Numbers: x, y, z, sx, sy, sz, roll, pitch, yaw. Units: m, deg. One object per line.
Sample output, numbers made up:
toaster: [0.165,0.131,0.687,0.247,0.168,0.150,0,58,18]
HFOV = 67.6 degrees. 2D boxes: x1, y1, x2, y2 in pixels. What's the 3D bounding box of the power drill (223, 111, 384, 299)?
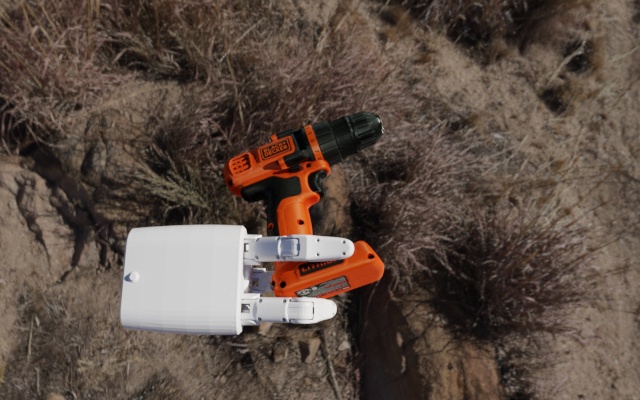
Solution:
power drill: [0.000,0.002,0.494,0.184,0.187,0.057,-21,-33,4]
